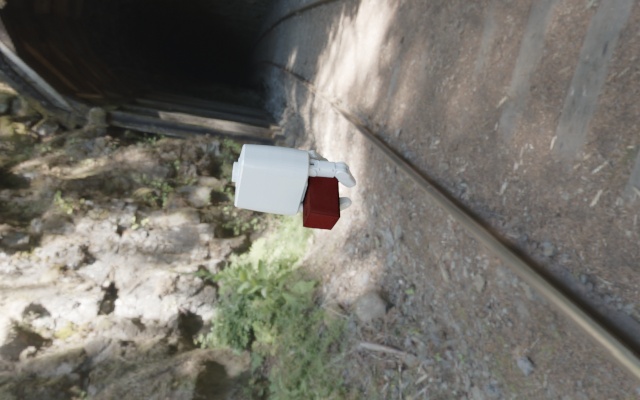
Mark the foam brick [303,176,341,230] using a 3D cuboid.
[{"bbox_3d":[0.000,0.003,0.785,0.051,0.078,0.053,7,-32,-14],"label":"foam brick"}]
